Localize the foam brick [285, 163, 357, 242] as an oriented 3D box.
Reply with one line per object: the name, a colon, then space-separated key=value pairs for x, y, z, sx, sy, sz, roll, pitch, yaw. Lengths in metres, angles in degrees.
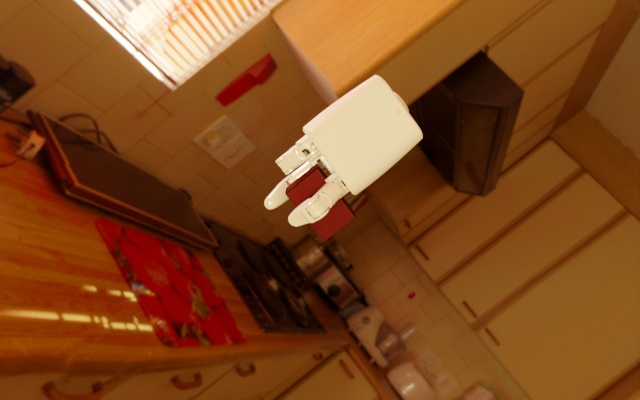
foam brick: x=0.000 y=0.002 z=0.587 sx=0.051 sy=0.078 sz=0.053 roll=-38 pitch=9 yaw=3
